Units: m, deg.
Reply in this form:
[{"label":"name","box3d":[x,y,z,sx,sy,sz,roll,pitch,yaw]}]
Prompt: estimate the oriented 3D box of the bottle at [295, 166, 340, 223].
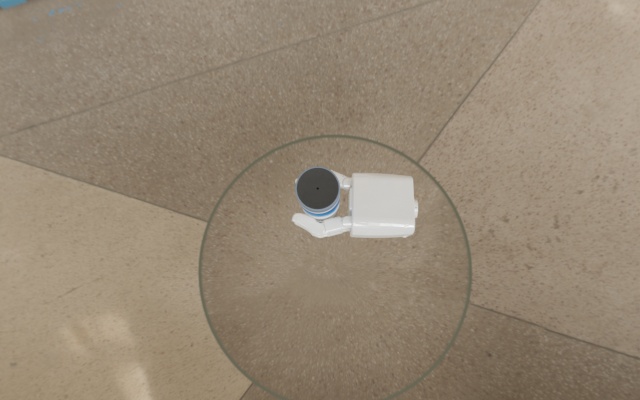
[{"label":"bottle","box3d":[0.000,0.003,0.843,0.069,0.069,0.296,0,-8,2]}]
